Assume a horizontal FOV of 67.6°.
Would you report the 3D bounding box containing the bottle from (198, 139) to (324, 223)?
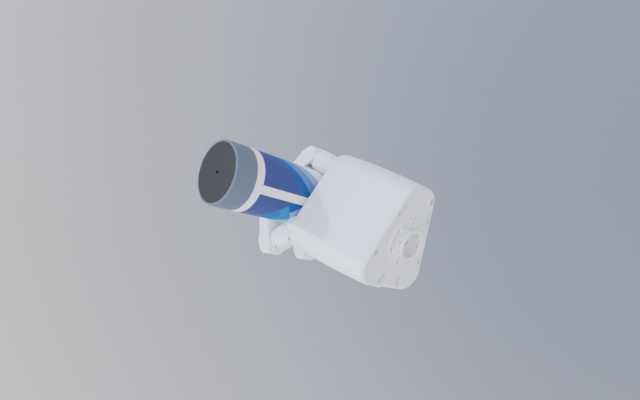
[{"bbox_3d":[0.000,0.002,0.564,0.069,0.069,0.296,0,-12,44],"label":"bottle"}]
